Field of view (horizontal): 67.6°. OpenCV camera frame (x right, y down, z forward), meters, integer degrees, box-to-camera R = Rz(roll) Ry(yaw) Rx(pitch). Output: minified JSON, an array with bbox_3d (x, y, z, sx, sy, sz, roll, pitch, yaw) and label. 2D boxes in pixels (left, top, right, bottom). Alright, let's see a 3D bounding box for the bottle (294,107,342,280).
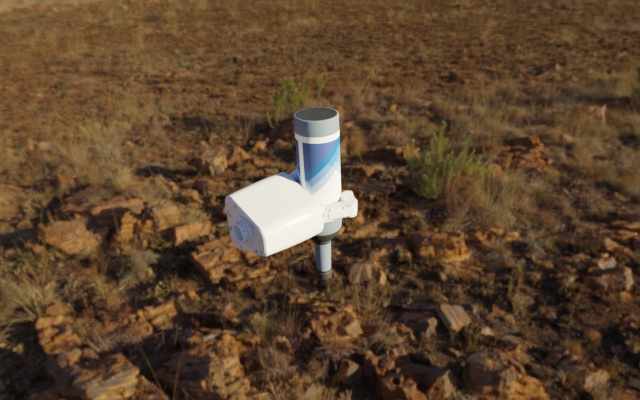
[{"bbox_3d":[0.000,0.002,0.768,0.069,0.296,0.069,-2,29,1],"label":"bottle"}]
